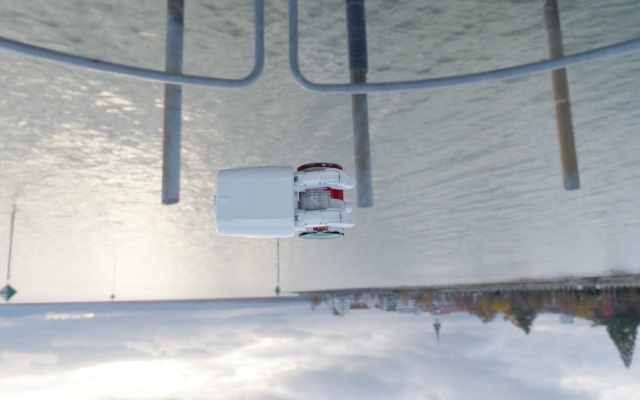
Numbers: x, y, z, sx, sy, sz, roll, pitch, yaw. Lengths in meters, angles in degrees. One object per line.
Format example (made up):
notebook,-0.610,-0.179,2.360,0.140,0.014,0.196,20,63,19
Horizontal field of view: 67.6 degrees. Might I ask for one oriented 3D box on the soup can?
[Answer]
soup can,0.001,0.003,0.694,0.068,0.102,0.068,-1,-11,0
